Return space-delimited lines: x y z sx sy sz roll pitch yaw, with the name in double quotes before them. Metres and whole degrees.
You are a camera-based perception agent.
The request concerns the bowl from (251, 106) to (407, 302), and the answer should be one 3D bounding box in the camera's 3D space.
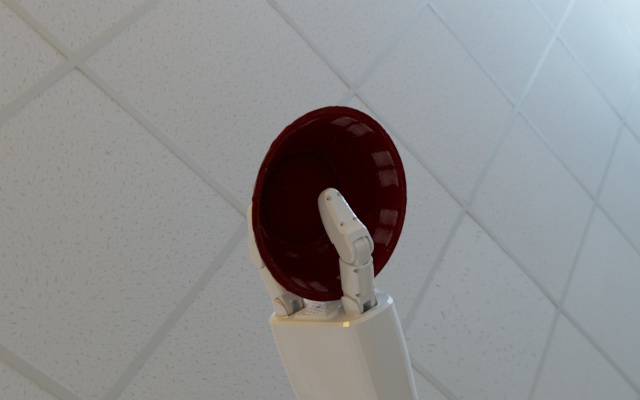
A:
"bowl" 0.000 0.000 0.413 0.162 0.162 0.055 0 6 -37
